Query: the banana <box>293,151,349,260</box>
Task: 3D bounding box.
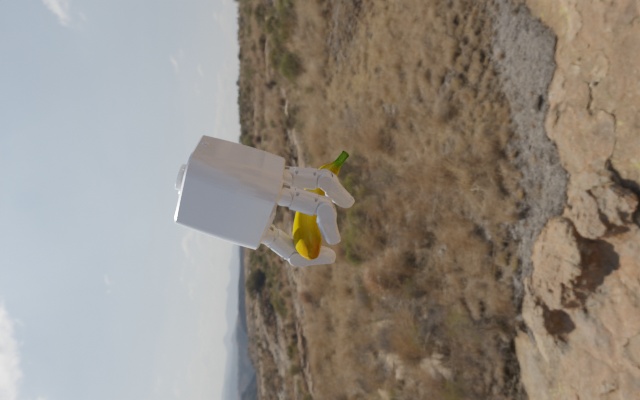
[{"bbox_3d":[-0.008,0.010,0.636,0.037,0.197,0.070,28,-45,-12],"label":"banana"}]
